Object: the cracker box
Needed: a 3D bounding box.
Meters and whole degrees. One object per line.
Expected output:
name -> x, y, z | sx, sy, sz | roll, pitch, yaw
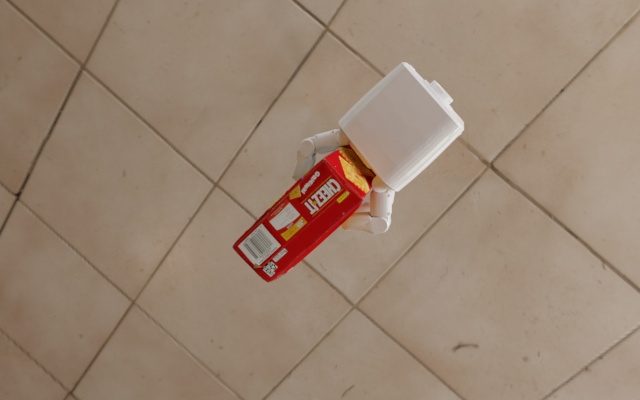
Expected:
cracker box -> 0.000, 0.002, 0.631 | 0.164, 0.072, 0.213 | -43, -1, 22
